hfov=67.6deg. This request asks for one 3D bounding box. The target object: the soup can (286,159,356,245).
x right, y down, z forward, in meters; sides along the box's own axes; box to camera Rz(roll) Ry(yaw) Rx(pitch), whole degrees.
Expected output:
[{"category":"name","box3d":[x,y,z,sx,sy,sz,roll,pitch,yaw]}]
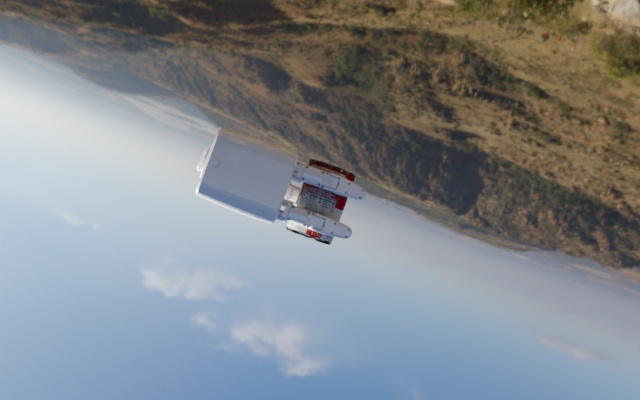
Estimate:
[{"category":"soup can","box3d":[0.000,0.003,0.656,0.068,0.102,0.068,20,-1,1]}]
